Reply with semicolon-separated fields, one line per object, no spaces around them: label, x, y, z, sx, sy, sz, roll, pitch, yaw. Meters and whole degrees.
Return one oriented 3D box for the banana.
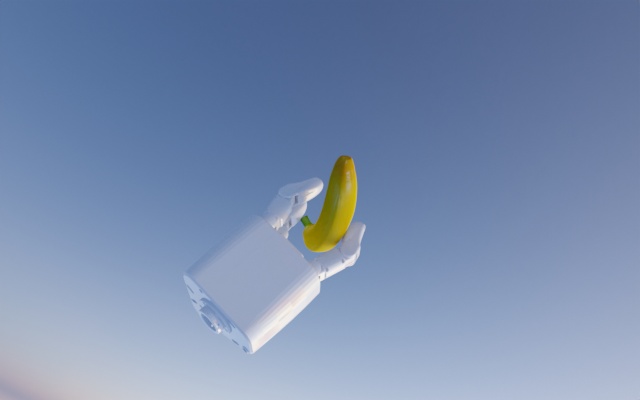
banana;0.007;0.019;0.577;0.037;0.069;0.198;-19;-16;-25
